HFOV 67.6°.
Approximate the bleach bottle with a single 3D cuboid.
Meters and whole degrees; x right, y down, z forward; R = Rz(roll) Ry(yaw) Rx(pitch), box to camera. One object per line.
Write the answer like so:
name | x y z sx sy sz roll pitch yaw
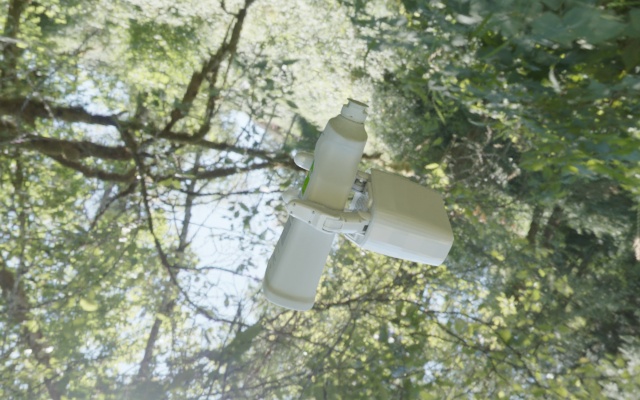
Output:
bleach bottle | 0.000 0.002 0.576 0.068 0.251 0.102 18 20 -11
